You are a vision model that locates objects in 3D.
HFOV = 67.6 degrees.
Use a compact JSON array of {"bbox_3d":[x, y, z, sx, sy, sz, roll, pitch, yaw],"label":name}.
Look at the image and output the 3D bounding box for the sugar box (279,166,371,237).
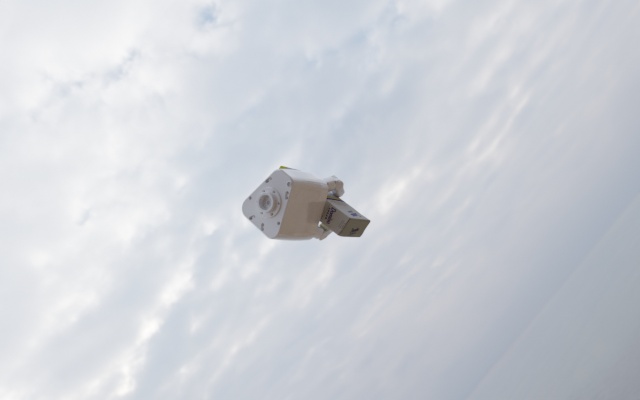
[{"bbox_3d":[0.000,0.003,0.884,0.176,0.048,0.093,40,14,27],"label":"sugar box"}]
